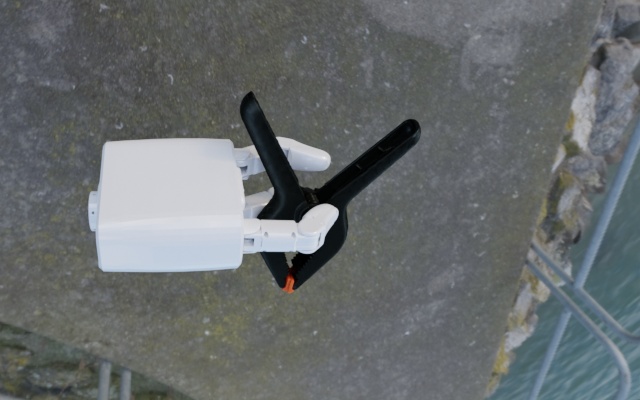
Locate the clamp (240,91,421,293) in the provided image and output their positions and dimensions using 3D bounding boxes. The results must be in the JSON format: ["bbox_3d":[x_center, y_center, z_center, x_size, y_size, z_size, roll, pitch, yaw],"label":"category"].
[{"bbox_3d":[0.000,0.002,0.454,0.164,0.210,0.036,0,34,-16],"label":"clamp"}]
